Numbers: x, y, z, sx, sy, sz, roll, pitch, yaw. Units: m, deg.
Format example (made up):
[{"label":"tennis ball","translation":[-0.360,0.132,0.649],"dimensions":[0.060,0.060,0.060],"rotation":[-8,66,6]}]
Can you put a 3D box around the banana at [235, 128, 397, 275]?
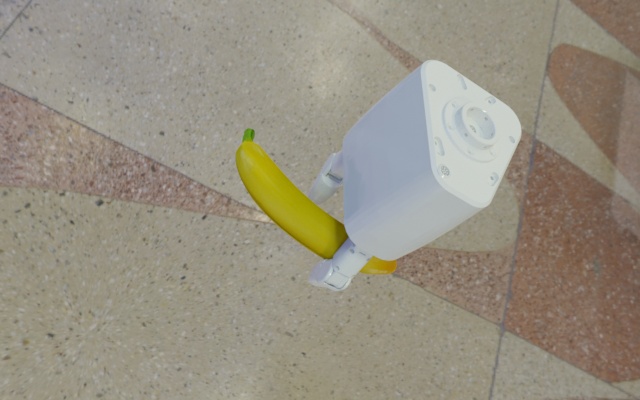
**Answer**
[{"label":"banana","translation":[-0.012,0.008,0.435],"dimensions":[0.069,0.198,0.037],"rotation":[-43,-4,-45]}]
